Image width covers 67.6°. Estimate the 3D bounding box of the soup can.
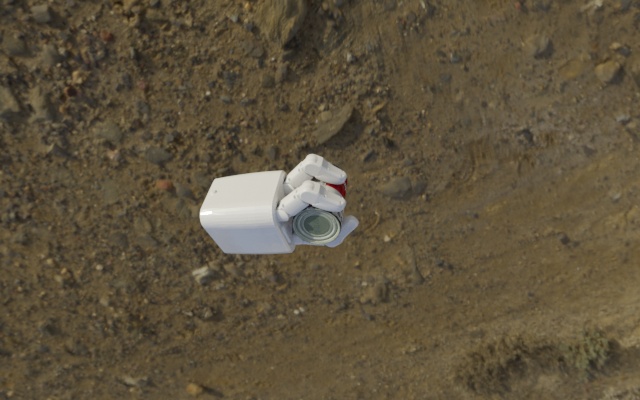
[{"bbox_3d":[0.001,0.002,0.664,0.068,0.069,0.102,0,40,9],"label":"soup can"}]
